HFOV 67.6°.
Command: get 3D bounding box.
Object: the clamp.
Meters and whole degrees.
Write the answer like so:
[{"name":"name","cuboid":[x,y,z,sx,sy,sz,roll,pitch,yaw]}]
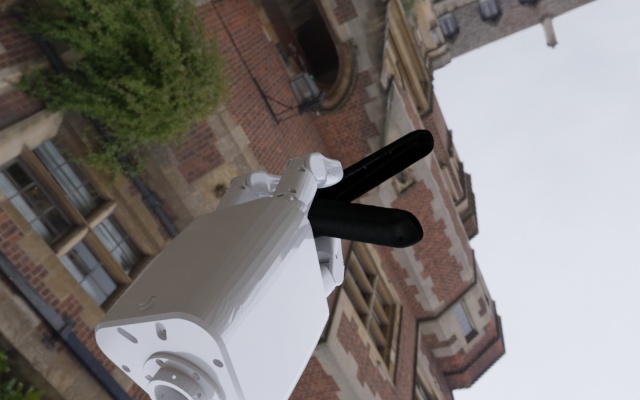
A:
[{"name":"clamp","cuboid":[0.000,0.002,0.405,0.210,0.036,0.164,-14,23,30]}]
